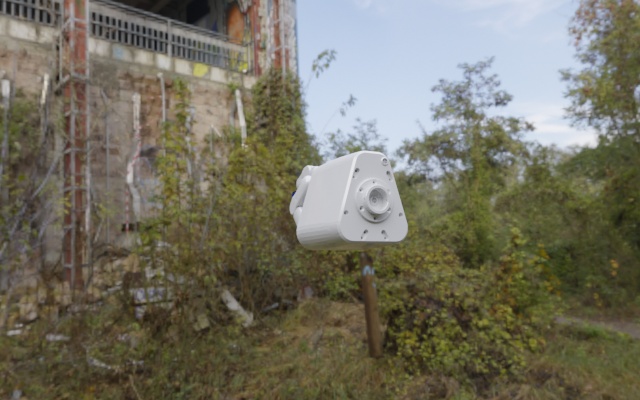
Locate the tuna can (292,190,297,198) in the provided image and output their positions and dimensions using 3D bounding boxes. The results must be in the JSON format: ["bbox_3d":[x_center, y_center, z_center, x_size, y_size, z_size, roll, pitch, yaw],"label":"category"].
[{"bbox_3d":[0.000,0.002,0.708,0.086,0.033,0.086,-5,-9,-1],"label":"tuna can"}]
